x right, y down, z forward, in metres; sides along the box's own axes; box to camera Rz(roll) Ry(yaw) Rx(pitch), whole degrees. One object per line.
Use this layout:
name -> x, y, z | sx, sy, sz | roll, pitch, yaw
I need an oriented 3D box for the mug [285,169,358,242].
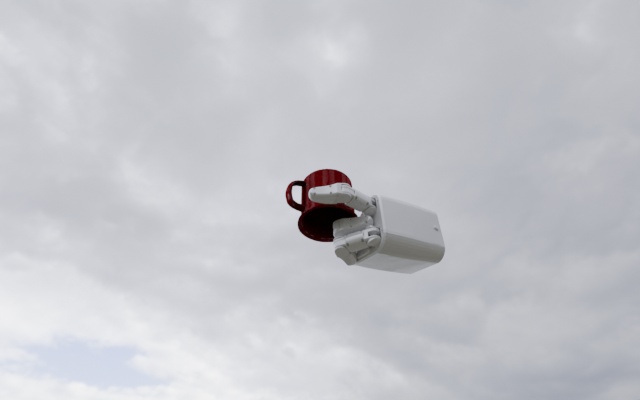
mug -> -0.001, 0.002, 0.736 | 0.117, 0.081, 0.093 | 16, -43, -20
